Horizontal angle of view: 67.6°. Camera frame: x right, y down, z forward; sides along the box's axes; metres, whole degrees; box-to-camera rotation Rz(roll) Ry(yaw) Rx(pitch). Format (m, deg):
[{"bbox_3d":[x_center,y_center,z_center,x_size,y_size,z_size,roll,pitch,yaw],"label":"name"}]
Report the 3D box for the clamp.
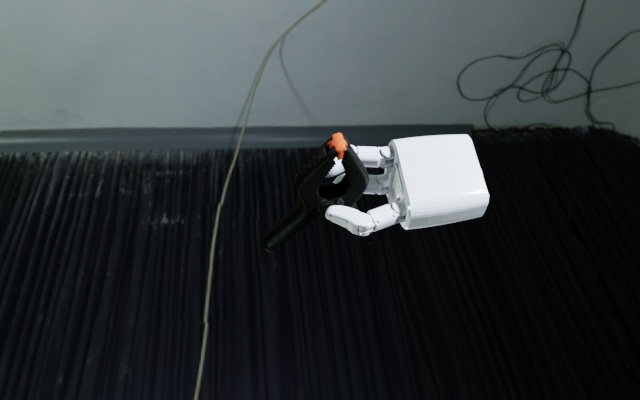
[{"bbox_3d":[0.000,0.002,0.616,0.164,0.036,0.210,-9,-38,-7],"label":"clamp"}]
